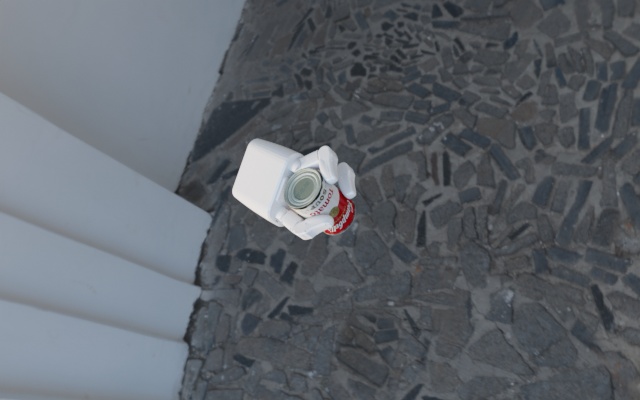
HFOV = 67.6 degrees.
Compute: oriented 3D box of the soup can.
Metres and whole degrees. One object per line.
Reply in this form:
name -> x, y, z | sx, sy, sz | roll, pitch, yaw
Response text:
soup can -> 0.000, 0.003, 0.716 | 0.068, 0.068, 0.102 | 0, -25, 35
